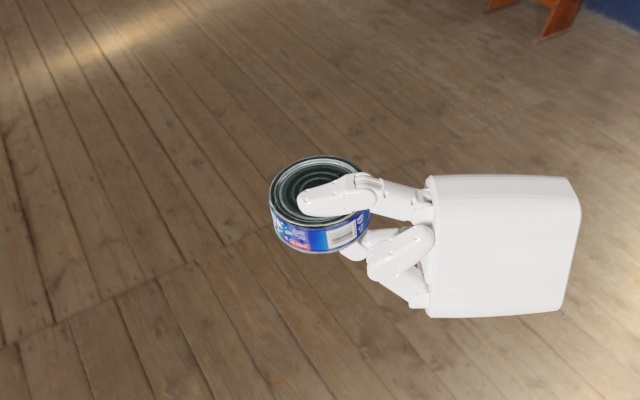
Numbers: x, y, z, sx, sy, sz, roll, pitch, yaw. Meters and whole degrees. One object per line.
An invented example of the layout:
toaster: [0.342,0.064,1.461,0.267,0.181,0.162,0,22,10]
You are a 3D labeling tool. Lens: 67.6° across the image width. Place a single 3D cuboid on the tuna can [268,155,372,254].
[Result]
tuna can: [0.000,0.001,0.401,0.086,0.086,0.034,0,-44,8]
